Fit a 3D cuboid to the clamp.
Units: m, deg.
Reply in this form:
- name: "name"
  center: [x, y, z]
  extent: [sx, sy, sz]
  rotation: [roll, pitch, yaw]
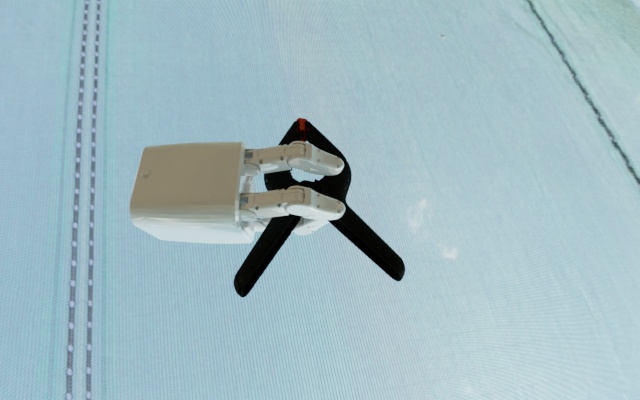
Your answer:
- name: "clamp"
  center: [0.000, 0.002, 0.504]
  extent: [0.164, 0.209, 0.036]
  rotation: [1, -32, -2]
